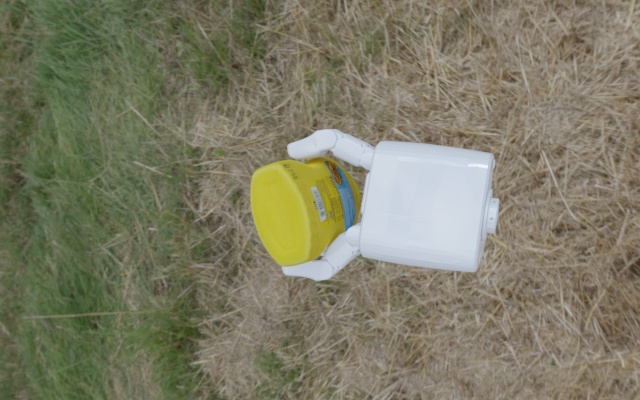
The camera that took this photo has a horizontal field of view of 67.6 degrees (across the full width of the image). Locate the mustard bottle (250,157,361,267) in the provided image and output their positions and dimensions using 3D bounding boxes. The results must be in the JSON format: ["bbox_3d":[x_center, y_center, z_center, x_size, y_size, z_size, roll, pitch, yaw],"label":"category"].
[{"bbox_3d":[0.000,0.002,0.513,0.058,0.096,0.191,-18,0,25],"label":"mustard bottle"}]
